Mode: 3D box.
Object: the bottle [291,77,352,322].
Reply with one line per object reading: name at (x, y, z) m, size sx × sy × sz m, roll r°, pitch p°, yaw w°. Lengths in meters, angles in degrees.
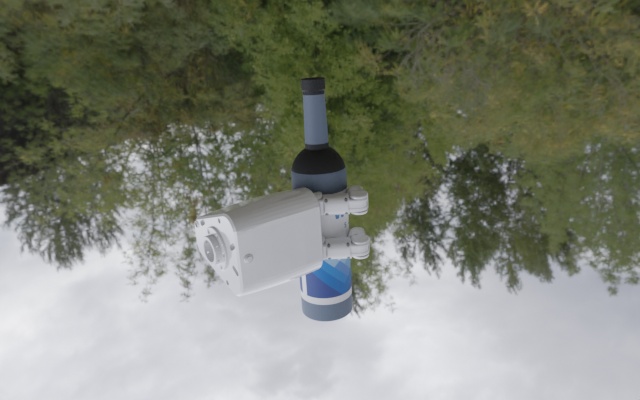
bottle at (0.000, 0.002, 0.583) m, size 0.069 × 0.296 × 0.069 m, roll -3°, pitch 18°, yaw 1°
